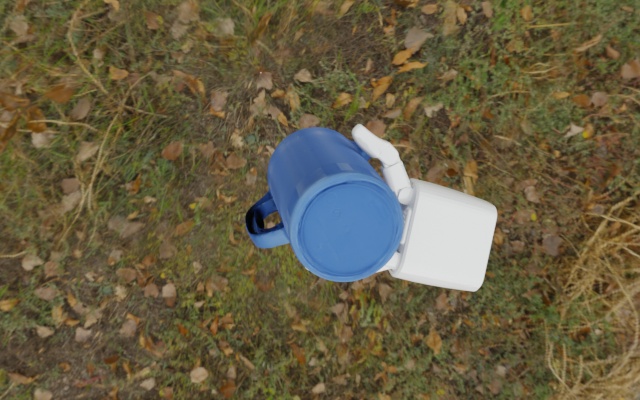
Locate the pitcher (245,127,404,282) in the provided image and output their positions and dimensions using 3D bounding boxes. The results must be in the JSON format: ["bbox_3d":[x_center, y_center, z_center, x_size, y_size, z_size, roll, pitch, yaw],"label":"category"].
[{"bbox_3d":[0.000,0.002,0.544,0.145,0.149,0.242,16,12,-12],"label":"pitcher"}]
